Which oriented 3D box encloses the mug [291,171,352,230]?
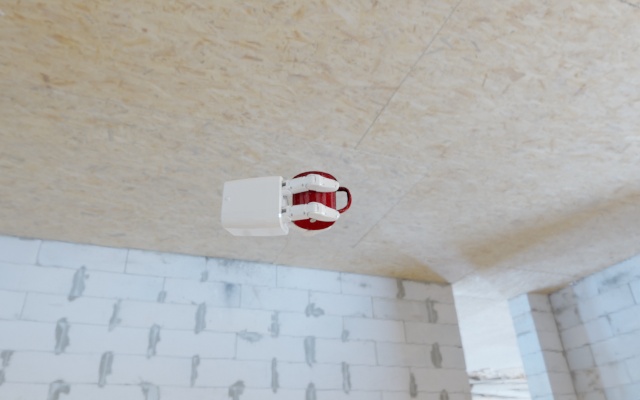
[{"bbox_3d":[0.002,0.003,0.891,0.117,0.081,0.093,-3,-30,4],"label":"mug"}]
